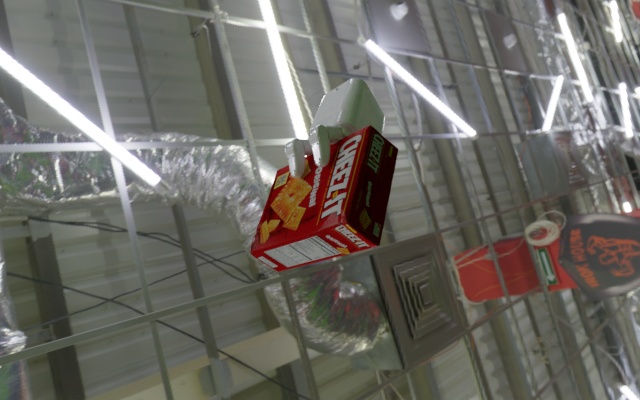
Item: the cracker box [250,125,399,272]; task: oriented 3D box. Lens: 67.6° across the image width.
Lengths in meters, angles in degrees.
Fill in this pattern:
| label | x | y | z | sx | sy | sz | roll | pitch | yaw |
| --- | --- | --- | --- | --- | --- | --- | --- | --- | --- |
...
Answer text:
| label | x | y | z | sx | sy | sz | roll | pitch | yaw |
| --- | --- | --- | --- | --- | --- | --- | --- | --- | --- |
| cracker box | 0.000 | 0.002 | 0.700 | 0.072 | 0.164 | 0.214 | 35 | -37 | -29 |
